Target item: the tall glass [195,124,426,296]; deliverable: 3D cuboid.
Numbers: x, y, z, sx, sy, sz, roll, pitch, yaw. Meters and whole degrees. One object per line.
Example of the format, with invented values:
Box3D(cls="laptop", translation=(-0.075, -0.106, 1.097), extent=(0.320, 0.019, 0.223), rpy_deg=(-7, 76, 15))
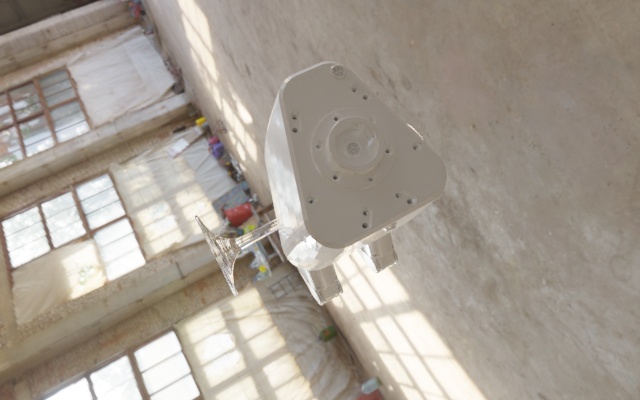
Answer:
Box3D(cls="tall glass", translation=(-0.001, 0.002, 0.413), extent=(0.201, 0.079, 0.079), rpy_deg=(-27, 7, -14))
